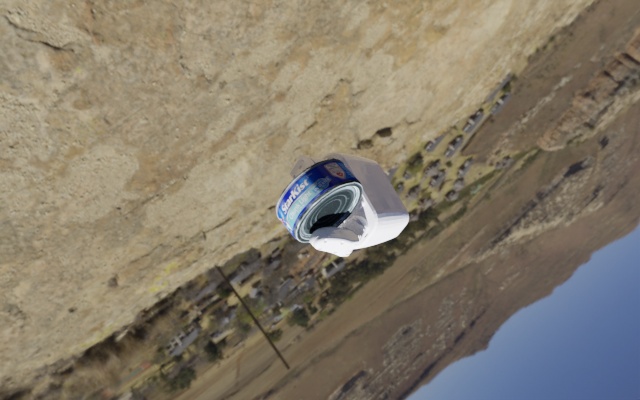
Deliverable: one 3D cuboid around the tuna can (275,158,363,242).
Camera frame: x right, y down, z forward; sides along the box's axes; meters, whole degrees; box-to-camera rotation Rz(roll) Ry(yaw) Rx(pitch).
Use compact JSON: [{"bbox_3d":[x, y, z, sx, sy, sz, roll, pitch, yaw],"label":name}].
[{"bbox_3d":[0.000,0.002,0.473,0.033,0.086,0.086,49,26,25],"label":"tuna can"}]
